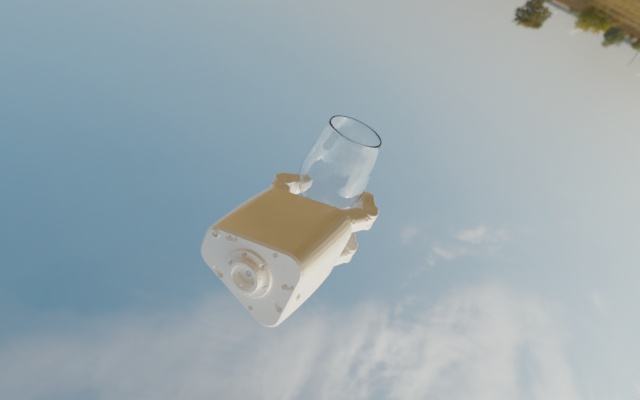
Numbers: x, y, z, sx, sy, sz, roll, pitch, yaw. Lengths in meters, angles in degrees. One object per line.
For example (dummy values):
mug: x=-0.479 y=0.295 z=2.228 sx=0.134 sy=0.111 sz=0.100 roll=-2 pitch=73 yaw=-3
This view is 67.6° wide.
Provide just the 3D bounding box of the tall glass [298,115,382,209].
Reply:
tall glass: x=0.000 y=0.002 z=0.562 sx=0.079 sy=0.201 sz=0.079 roll=19 pitch=31 yaw=-12
